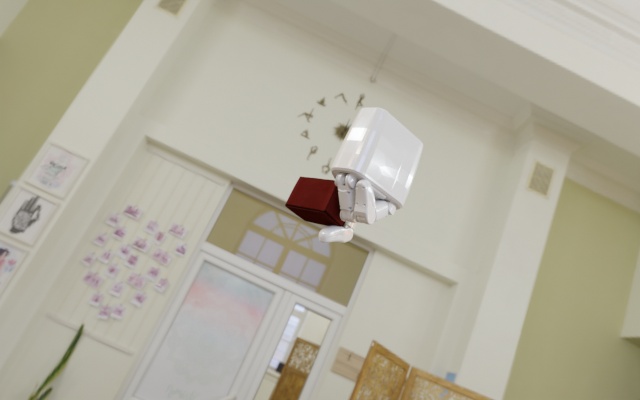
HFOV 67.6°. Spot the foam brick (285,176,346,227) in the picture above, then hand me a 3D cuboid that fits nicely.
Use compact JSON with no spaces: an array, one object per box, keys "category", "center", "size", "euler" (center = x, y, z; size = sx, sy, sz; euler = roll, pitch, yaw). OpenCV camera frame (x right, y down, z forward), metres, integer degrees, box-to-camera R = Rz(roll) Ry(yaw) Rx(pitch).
[{"category":"foam brick","center":[0.000,0.002,0.694],"size":[0.078,0.051,0.053],"euler":[9,-22,40]}]
